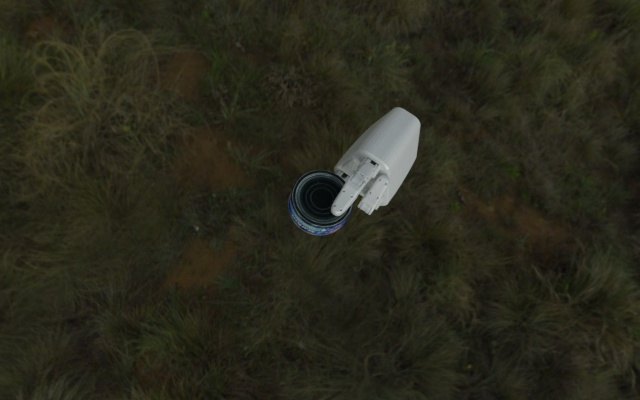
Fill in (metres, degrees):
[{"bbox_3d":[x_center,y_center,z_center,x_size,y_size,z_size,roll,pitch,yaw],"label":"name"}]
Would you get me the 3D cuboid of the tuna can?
[{"bbox_3d":[0.000,0.002,0.650,0.086,0.086,0.034,0,-21,-11],"label":"tuna can"}]
